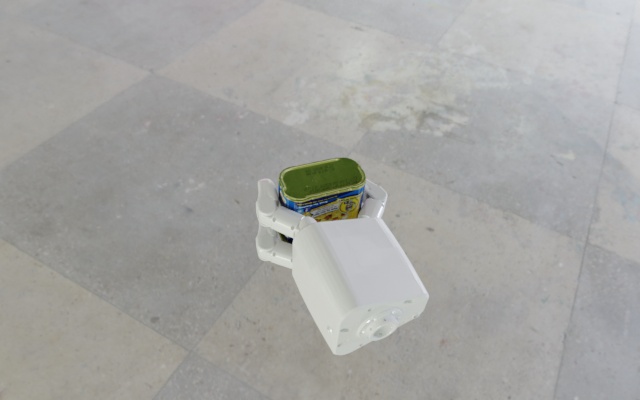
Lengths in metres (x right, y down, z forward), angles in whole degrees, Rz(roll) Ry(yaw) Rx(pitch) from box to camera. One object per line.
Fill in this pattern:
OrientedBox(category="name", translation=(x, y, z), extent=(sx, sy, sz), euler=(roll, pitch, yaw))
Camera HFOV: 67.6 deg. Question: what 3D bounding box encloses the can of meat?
OrientedBox(category="can of meat", translation=(0.000, 0.002, 0.554), extent=(0.102, 0.057, 0.084), euler=(-14, -40, -16))
